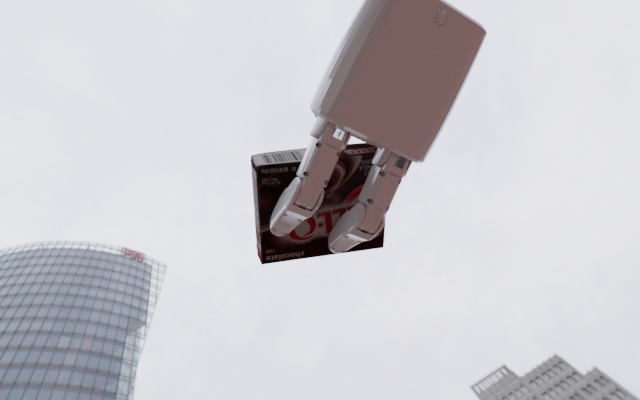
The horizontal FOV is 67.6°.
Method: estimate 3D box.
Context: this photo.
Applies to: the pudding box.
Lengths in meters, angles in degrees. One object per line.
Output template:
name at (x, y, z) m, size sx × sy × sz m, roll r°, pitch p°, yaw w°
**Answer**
pudding box at (0.000, 0.001, 0.406) m, size 0.113 × 0.090 × 0.039 m, roll -6°, pitch 25°, yaw -12°
